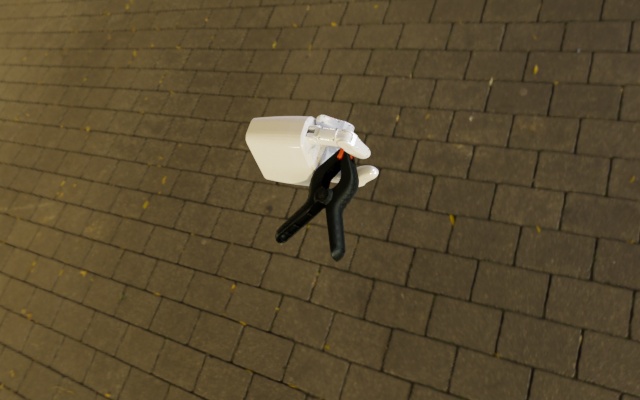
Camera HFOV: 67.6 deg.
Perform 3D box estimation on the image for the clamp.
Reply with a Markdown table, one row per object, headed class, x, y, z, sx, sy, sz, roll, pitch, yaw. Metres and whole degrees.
| class | x | y | z | sx | sy | sz | roll | pitch | yaw |
| --- | --- | --- | --- | --- | --- | --- | --- | --- | --- |
| clamp | 0.000 | 0.002 | 0.706 | 0.120 | 0.171 | 0.039 | 6 | -23 | 27 |
